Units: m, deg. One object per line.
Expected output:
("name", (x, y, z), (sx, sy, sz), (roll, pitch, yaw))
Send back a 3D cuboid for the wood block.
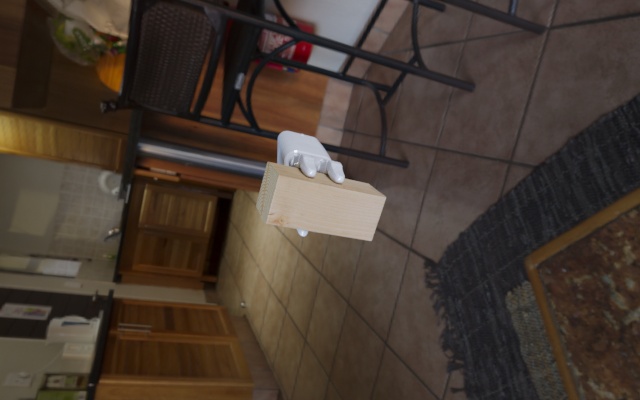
("wood block", (0.000, 0.003, 0.865), (0.206, 0.091, 0.090), (11, 16, -22))
